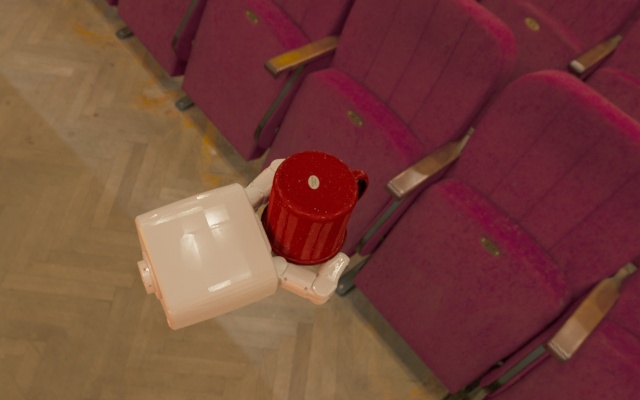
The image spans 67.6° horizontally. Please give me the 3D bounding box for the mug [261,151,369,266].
[{"bbox_3d":[0.001,0.001,0.478,0.117,0.093,0.082,-21,-27,-24],"label":"mug"}]
